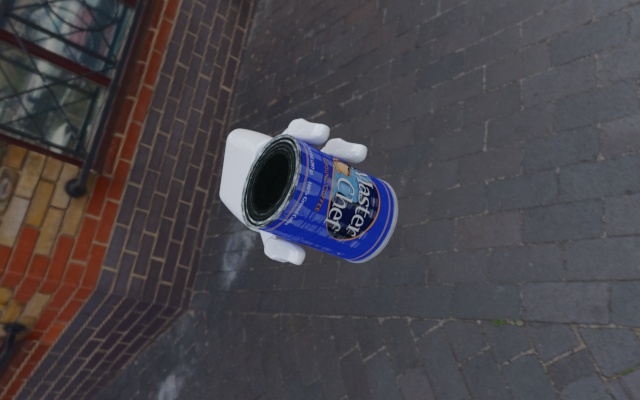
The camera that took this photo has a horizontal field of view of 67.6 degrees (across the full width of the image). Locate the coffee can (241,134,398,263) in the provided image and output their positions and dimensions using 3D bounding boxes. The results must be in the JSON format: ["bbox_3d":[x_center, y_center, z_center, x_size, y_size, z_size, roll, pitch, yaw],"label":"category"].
[{"bbox_3d":[0.000,0.002,0.522,0.140,0.102,0.103,23,-13,-34],"label":"coffee can"}]
